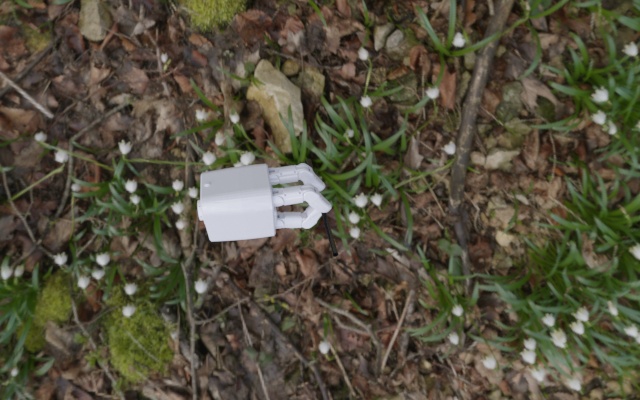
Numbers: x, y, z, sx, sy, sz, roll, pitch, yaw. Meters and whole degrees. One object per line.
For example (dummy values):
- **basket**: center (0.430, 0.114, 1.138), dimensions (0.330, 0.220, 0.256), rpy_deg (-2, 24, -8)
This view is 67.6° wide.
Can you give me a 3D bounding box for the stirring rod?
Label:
- **stirring rod**: center (0.000, 0.003, 0.773), dimensions (0.011, 0.011, 0.239), rpy_deg (0, 39, -13)
